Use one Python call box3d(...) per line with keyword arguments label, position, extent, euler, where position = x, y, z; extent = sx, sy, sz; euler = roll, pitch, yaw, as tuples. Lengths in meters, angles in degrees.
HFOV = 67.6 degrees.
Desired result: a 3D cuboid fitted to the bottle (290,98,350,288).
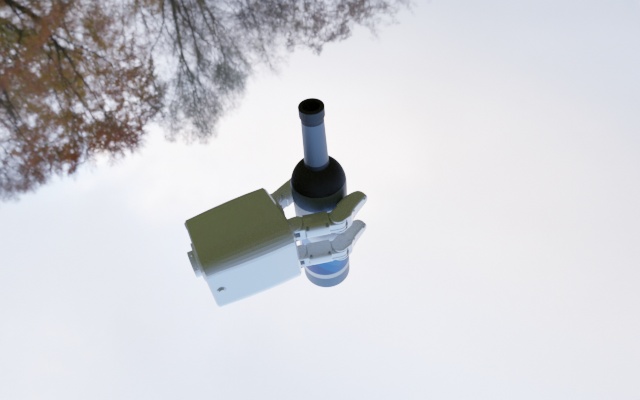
box3d(label="bottle", position=(0.000, 0.002, 0.589), extent=(0.069, 0.069, 0.296), euler=(0, -41, 5))
